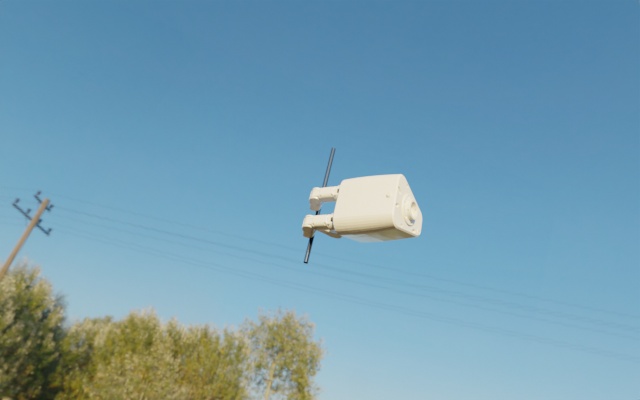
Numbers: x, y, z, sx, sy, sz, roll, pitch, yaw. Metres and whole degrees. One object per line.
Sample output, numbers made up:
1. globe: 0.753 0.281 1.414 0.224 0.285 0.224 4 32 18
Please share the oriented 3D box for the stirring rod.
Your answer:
1. stirring rod: 0.000 0.003 0.869 0.011 0.239 0.011 11 -28 6
